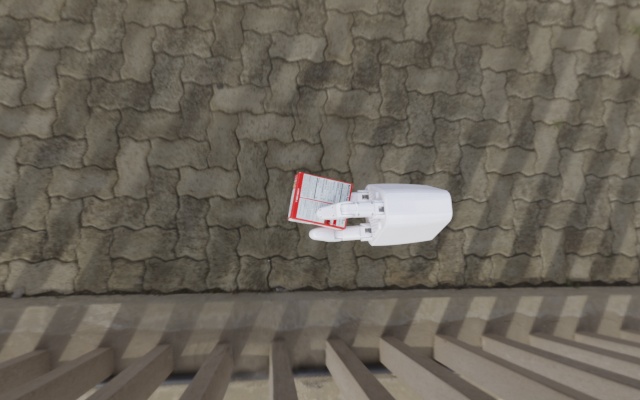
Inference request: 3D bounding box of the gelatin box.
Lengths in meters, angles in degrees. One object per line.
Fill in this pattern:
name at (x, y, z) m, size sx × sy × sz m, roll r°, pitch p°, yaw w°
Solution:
gelatin box at (0.000, 0.002, 0.730) m, size 0.089 × 0.073 × 0.030 m, roll 12°, pitch -10°, yaw -13°
